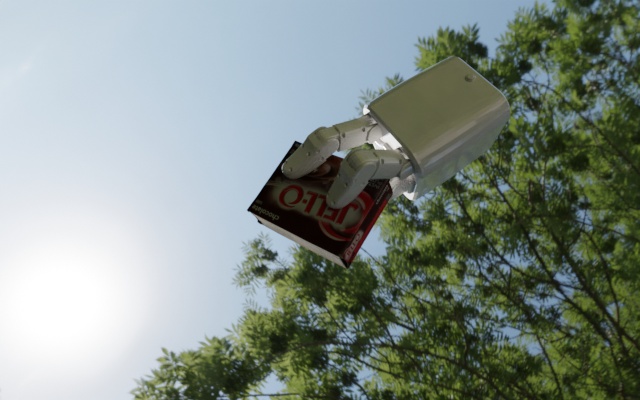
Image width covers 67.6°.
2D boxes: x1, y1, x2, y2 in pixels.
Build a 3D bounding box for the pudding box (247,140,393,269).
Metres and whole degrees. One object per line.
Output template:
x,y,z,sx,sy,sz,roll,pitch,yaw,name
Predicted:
0.000,0.002,0.463,0.113,0.090,0.039,23,-21,29,pudding box
